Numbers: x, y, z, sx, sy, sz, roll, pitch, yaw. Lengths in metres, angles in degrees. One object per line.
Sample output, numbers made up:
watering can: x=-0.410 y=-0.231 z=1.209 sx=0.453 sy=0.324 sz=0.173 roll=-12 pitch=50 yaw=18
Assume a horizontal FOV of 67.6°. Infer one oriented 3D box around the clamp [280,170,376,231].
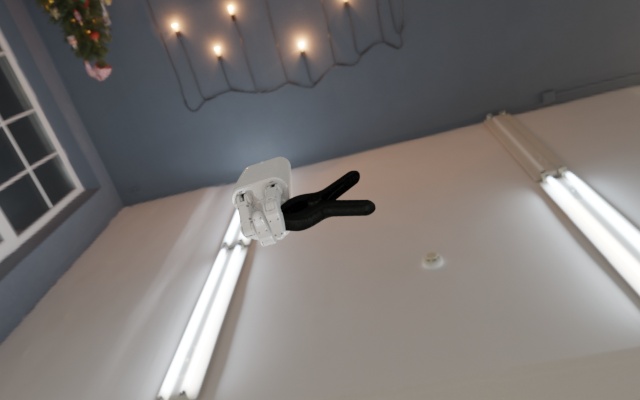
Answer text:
clamp: x=0.000 y=0.003 z=0.771 sx=0.171 sy=0.039 sz=0.120 roll=-13 pitch=26 yaw=8
